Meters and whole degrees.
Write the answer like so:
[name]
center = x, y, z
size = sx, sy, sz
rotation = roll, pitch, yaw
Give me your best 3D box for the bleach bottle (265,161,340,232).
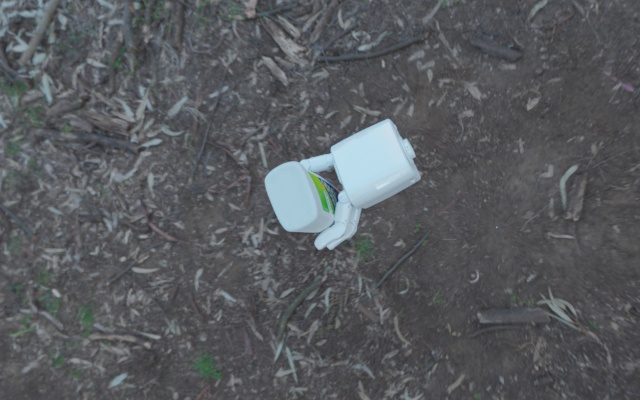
[bleach bottle]
center = 0.000, 0.003, 0.798
size = 0.068, 0.102, 0.251
rotation = -25, -11, 17
